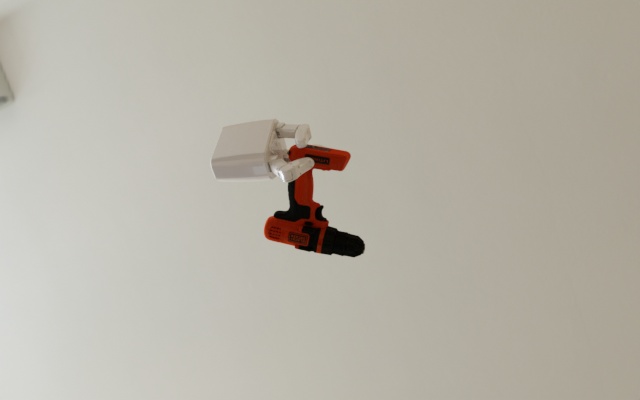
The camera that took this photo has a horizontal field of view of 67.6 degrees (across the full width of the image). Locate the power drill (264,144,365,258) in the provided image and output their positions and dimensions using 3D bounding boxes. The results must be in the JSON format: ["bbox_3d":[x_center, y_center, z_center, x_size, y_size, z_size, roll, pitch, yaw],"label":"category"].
[{"bbox_3d":[0.000,0.002,0.835,0.184,0.188,0.057,11,14,5],"label":"power drill"}]
